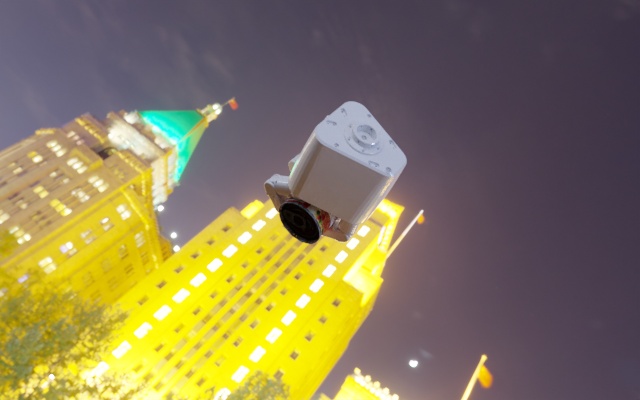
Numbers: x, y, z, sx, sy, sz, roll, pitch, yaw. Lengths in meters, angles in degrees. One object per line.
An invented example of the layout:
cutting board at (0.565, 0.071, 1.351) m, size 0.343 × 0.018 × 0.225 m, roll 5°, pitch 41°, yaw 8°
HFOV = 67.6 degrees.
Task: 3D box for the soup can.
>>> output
soup can at (0.000, 0.002, 0.659) m, size 0.068 × 0.068 × 0.102 m, roll 0°, pitch 34°, yaw 44°
